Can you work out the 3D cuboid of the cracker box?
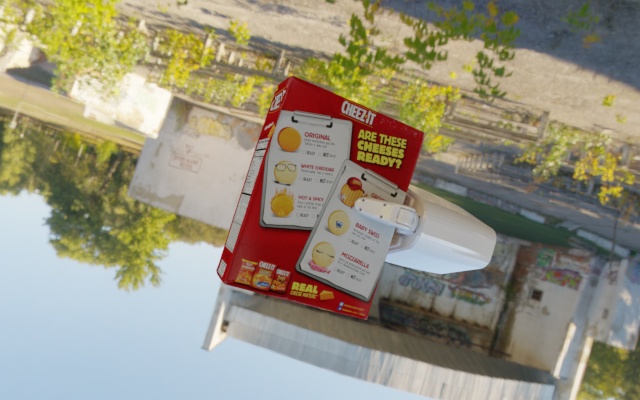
[{"bbox_3d":[0.000,0.002,0.513,0.164,0.213,0.072,19,-3,-21],"label":"cracker box"}]
